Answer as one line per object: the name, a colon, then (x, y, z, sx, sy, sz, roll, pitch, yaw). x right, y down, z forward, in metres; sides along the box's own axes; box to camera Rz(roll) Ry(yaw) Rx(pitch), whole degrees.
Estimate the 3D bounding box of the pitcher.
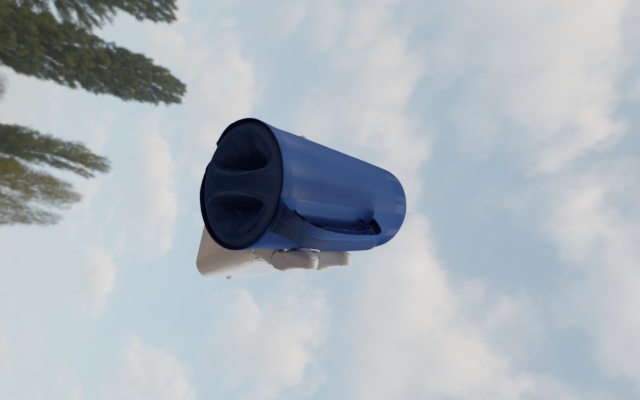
pitcher: (0.000, 0.002, 0.552, 0.145, 0.149, 0.243, -23, -21, 39)
